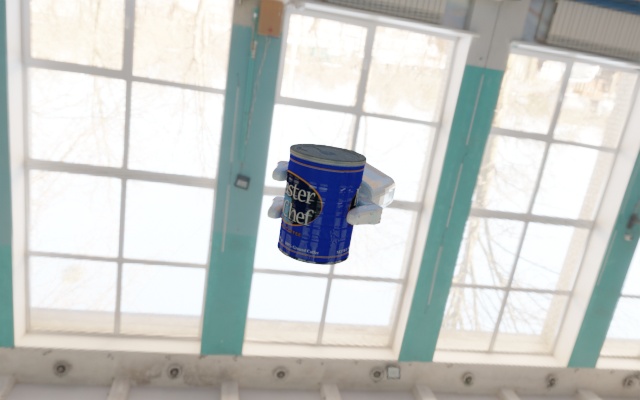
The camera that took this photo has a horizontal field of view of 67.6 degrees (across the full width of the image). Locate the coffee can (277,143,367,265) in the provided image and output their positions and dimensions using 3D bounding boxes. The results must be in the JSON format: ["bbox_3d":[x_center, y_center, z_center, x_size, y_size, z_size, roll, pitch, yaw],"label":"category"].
[{"bbox_3d":[0.000,0.002,0.644,0.103,0.140,0.102,8,16,-2],"label":"coffee can"}]
